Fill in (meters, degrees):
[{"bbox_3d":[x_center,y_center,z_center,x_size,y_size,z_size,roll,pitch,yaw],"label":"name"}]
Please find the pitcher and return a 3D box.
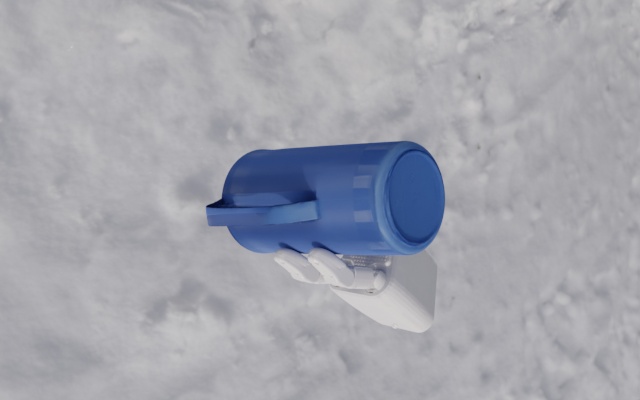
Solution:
[{"bbox_3d":[0.000,0.002,0.522,0.243,0.149,0.145,-2,-38,47],"label":"pitcher"}]
